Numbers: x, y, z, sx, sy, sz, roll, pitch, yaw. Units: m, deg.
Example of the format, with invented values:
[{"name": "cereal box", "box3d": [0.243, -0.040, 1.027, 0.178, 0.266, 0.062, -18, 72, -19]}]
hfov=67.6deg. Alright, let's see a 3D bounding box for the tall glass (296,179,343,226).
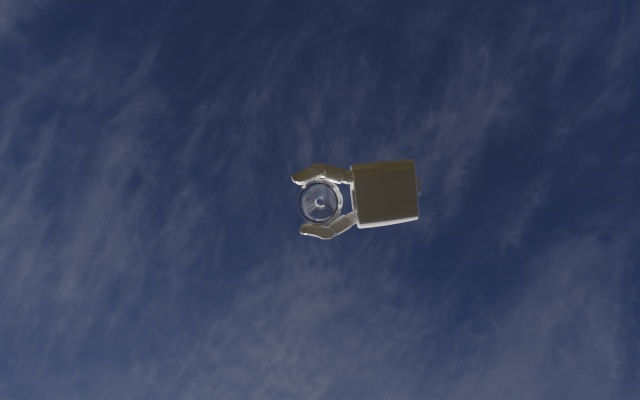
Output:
[{"name": "tall glass", "box3d": [0.000, 0.003, 0.831, 0.079, 0.079, 0.201, 0, 1, 2]}]
